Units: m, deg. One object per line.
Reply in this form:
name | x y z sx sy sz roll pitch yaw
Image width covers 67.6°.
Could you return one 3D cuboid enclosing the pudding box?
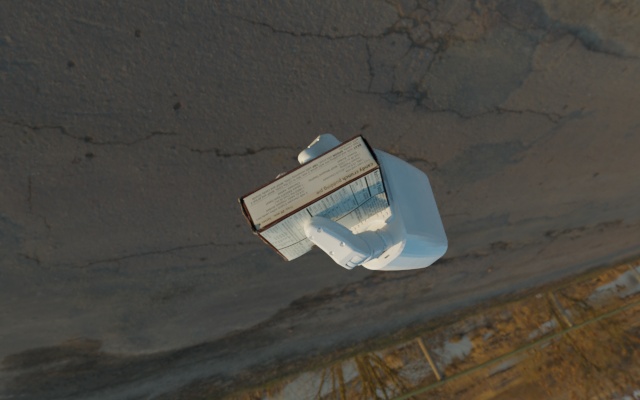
pudding box | 0.000 0.001 0.406 0.113 0.039 0.090 -30 -26 0
